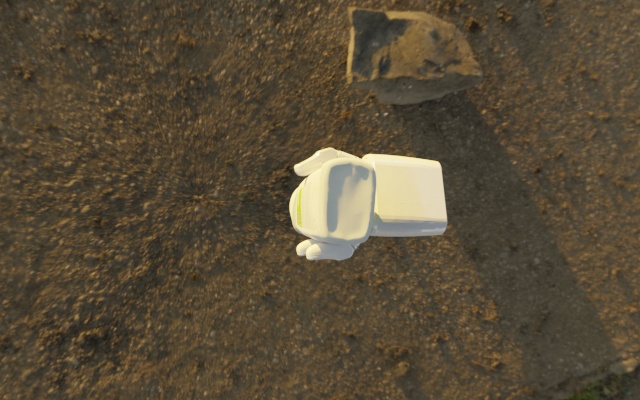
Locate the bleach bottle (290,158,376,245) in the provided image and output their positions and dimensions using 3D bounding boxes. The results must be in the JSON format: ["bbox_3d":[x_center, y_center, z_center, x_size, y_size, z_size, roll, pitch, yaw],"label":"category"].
[{"bbox_3d":[0.000,0.002,0.656,0.068,0.102,0.251,4,-1,-15],"label":"bleach bottle"}]
